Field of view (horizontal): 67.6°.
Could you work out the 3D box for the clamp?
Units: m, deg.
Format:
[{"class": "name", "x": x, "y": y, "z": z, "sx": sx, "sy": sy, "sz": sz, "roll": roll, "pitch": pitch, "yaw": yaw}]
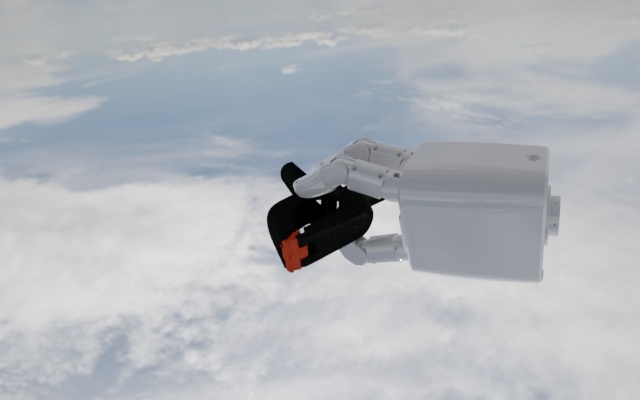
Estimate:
[{"class": "clamp", "x": 0.000, "y": 0.002, "z": 0.454, "sx": 0.164, "sy": 0.036, "sz": 0.210, "roll": 2, "pitch": 24, "yaw": 25}]
